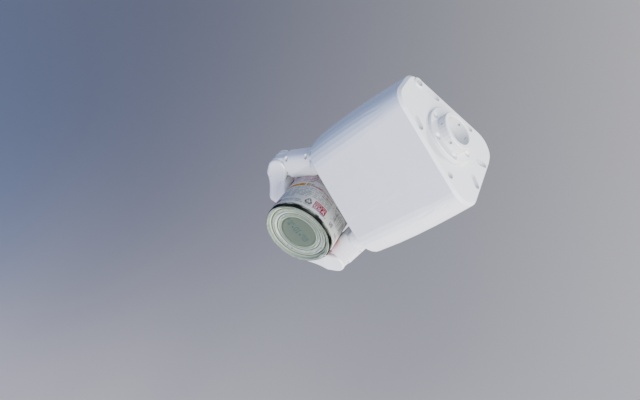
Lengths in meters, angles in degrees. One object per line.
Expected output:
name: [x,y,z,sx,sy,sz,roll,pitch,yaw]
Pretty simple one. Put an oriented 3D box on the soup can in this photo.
soup can: [0.000,0.002,0.468,0.068,0.068,0.102,0,36,31]
